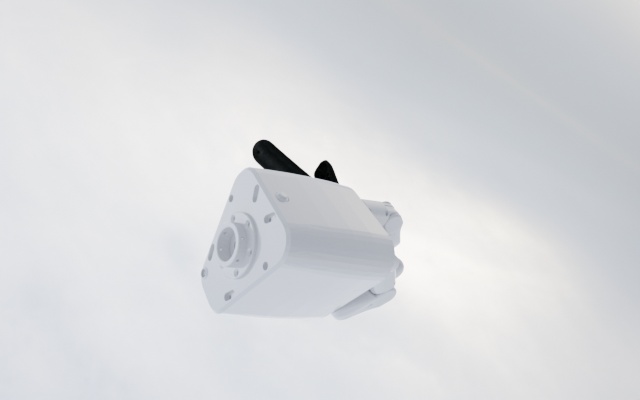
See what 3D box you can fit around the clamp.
[{"bbox_3d":[0.000,0.002,0.478,0.120,0.039,0.171,12,32,-42],"label":"clamp"}]
